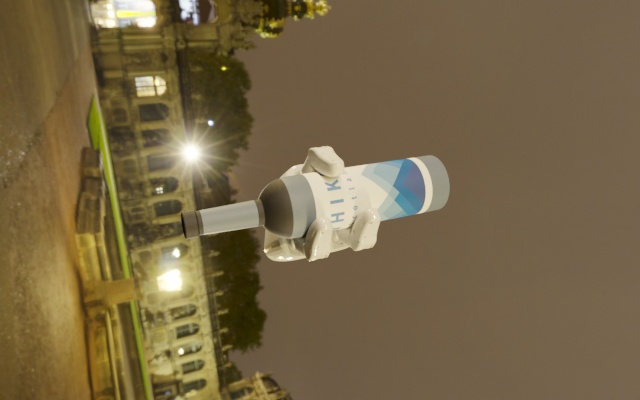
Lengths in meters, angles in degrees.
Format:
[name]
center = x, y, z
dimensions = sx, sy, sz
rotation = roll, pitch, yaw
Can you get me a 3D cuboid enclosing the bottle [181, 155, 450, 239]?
[bottle]
center = 0.000, 0.002, 0.523
dimensions = 0.295, 0.069, 0.069
rotation = -10, 3, -21
